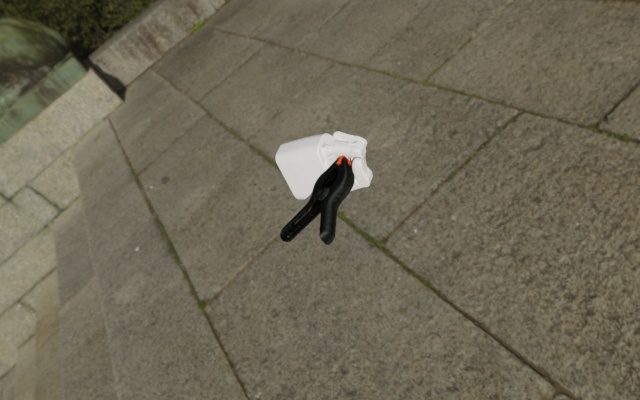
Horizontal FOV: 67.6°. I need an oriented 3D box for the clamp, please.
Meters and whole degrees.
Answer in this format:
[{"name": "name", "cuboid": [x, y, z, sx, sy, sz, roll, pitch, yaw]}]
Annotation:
[{"name": "clamp", "cuboid": [0.000, 0.002, 0.776, 0.120, 0.171, 0.039, -6, -44, 40]}]
